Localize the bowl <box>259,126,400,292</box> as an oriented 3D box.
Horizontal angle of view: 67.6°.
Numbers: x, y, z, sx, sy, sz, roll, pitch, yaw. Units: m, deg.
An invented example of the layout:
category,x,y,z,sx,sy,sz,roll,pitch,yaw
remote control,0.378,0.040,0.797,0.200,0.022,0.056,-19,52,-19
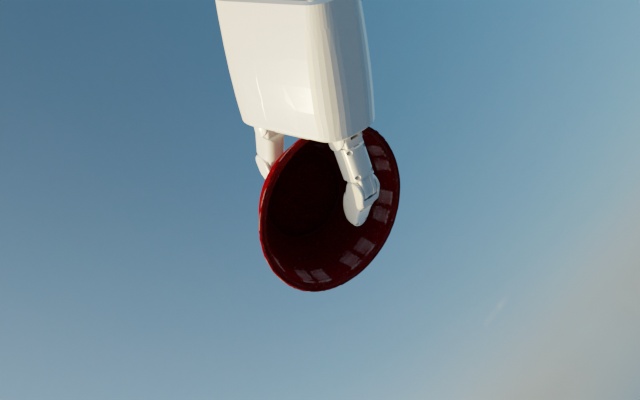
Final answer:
category,x,y,z,sx,sy,sz,roll,pitch,yaw
bowl,0.000,0.003,0.454,0.162,0.162,0.055,0,15,-38
